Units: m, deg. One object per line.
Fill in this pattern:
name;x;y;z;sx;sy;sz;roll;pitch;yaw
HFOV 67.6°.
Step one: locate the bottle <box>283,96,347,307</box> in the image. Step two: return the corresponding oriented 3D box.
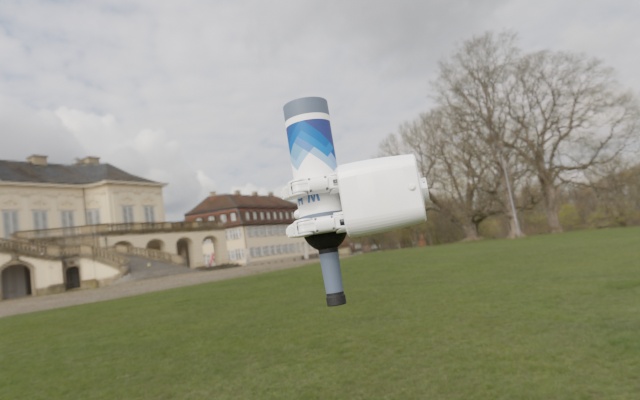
bottle;0.000;0.002;0.687;0.069;0.295;0.069;-9;-8;-1
